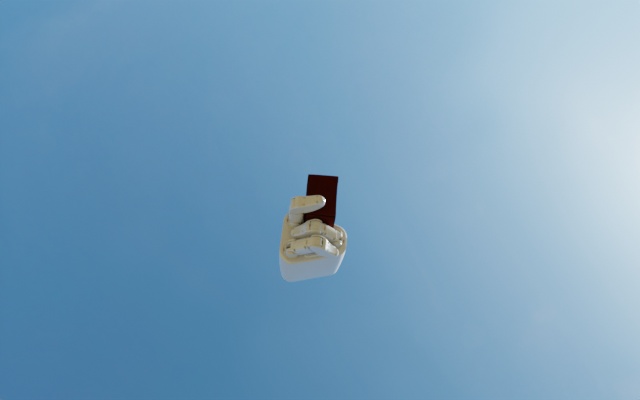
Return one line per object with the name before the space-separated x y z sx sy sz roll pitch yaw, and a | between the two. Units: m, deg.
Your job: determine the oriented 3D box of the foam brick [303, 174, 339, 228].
foam brick | 0.000 0.002 0.799 0.053 0.078 0.051 6 -29 -1
